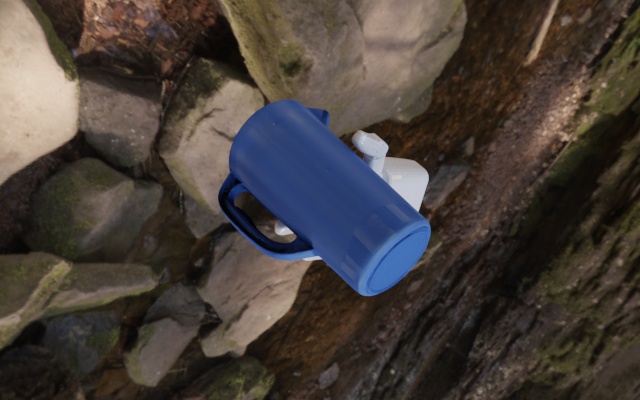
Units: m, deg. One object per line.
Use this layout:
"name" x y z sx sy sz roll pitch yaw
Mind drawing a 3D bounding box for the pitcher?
"pitcher" 0.000 0.002 0.566 0.145 0.149 0.242 -6 41 -48
